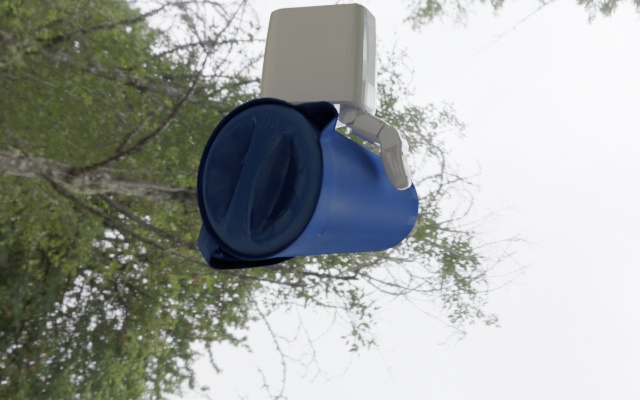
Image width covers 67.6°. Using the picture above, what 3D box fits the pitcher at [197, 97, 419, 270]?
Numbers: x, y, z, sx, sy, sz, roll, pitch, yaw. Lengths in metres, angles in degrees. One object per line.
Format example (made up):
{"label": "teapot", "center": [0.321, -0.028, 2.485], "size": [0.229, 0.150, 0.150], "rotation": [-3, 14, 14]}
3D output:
{"label": "pitcher", "center": [0.000, 0.001, 0.484], "size": [0.149, 0.145, 0.243], "rotation": [0, -7, 33]}
